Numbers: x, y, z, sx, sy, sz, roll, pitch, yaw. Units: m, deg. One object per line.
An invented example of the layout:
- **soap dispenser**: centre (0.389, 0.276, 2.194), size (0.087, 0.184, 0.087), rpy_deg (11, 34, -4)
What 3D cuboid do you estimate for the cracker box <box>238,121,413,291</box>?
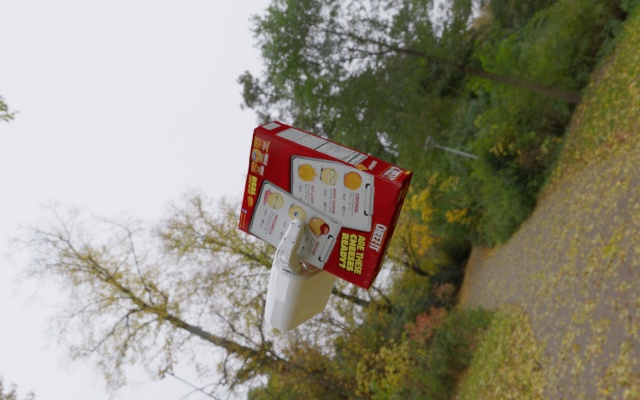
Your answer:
- **cracker box**: centre (0.000, 0.002, 0.662), size (0.213, 0.164, 0.072), rpy_deg (23, 29, 17)
